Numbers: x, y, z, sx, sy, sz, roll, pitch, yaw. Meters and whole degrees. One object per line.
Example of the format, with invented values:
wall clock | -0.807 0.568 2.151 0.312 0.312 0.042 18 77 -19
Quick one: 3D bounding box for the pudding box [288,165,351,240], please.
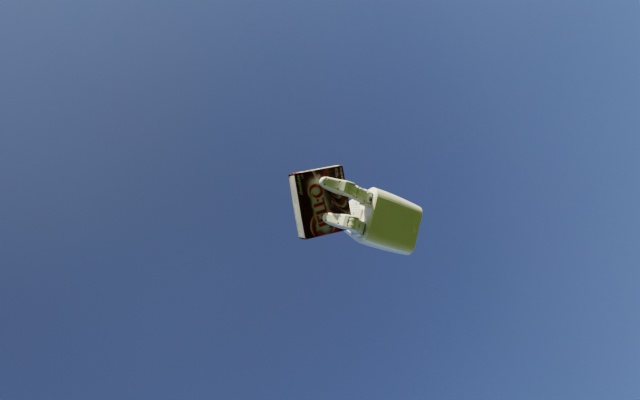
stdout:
pudding box | 0.000 0.003 0.803 0.090 0.113 0.039 -12 2 -24
